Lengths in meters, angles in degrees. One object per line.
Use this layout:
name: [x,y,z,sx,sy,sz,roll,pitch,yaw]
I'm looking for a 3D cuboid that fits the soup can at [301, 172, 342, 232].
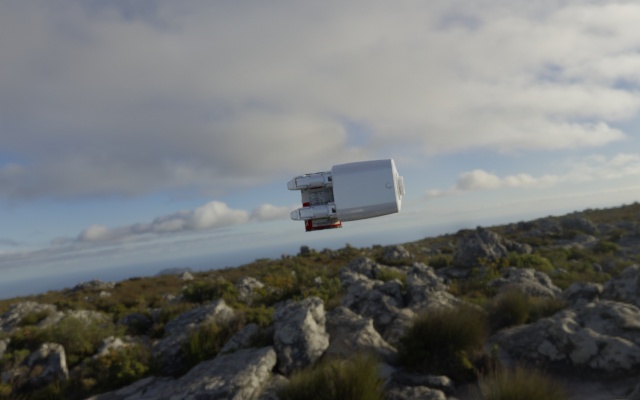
soup can: [0.000,0.003,0.866,0.068,0.102,0.068,-7,-3,0]
